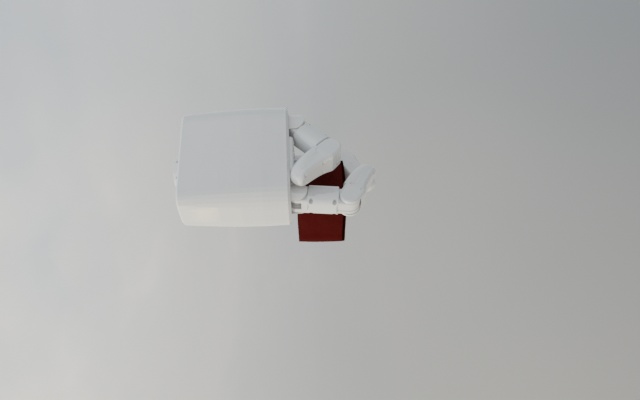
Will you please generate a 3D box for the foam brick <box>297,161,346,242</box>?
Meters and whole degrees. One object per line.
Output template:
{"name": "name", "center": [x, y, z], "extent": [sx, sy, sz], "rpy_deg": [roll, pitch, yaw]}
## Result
{"name": "foam brick", "center": [0.000, 0.002, 0.515], "extent": [0.051, 0.053, 0.078], "rpy_deg": [-3, -41, -2]}
